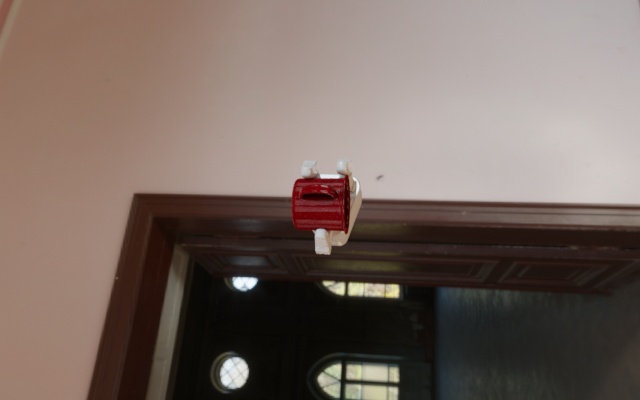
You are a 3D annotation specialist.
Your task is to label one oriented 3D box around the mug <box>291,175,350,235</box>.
[{"bbox_3d":[0.000,0.002,0.732,0.081,0.093,0.117,1,-17,9],"label":"mug"}]
